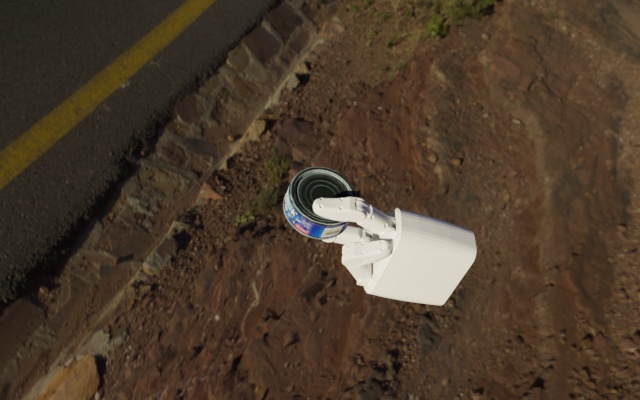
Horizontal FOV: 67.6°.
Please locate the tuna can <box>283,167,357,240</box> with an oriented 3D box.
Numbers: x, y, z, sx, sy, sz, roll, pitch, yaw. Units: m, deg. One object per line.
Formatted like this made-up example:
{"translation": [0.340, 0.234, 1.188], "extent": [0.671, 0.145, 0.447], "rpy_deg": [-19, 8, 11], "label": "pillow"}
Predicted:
{"translation": [0.000, 0.002, 0.574], "extent": [0.086, 0.086, 0.034], "rpy_deg": [0, -32, -18], "label": "tuna can"}
